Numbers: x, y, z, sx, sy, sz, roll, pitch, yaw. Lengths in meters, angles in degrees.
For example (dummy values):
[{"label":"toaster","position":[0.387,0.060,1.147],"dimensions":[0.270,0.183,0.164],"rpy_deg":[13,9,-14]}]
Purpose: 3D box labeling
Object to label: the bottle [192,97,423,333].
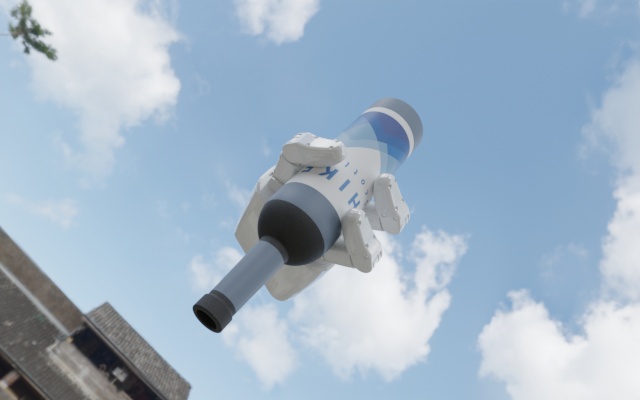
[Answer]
[{"label":"bottle","position":[0.000,0.001,0.427],"dimensions":[0.069,0.069,0.295],"rpy_deg":[0,34,42]}]
